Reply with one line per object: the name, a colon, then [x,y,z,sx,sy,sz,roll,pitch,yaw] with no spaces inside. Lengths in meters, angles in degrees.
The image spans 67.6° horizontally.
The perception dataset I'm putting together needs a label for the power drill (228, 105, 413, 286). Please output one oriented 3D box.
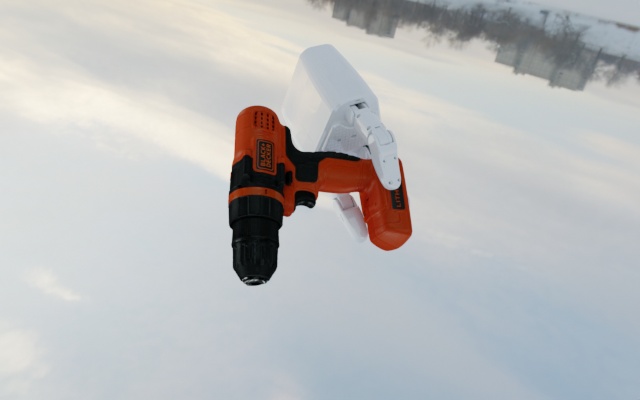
power drill: [0.000,0.001,0.479,0.188,0.184,0.057,11,-29,-26]
